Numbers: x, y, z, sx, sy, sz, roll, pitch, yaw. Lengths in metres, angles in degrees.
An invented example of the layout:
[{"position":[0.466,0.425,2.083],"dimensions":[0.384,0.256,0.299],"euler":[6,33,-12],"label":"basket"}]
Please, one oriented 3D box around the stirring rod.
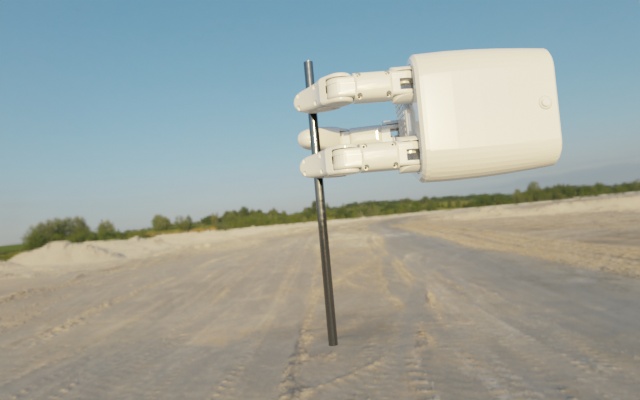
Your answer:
[{"position":[0.000,0.001,0.405],"dimensions":[0.011,0.239,0.011],"euler":[-5,-2,0],"label":"stirring rod"}]
